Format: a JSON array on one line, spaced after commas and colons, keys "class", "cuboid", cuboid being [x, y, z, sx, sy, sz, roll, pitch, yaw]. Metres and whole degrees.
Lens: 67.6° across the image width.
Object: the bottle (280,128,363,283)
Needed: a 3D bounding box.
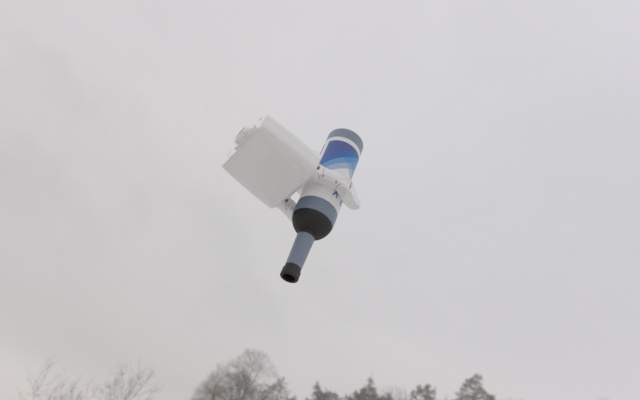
[{"class": "bottle", "cuboid": [0.000, 0.002, 0.755, 0.069, 0.295, 0.069, 13, -40, 11]}]
